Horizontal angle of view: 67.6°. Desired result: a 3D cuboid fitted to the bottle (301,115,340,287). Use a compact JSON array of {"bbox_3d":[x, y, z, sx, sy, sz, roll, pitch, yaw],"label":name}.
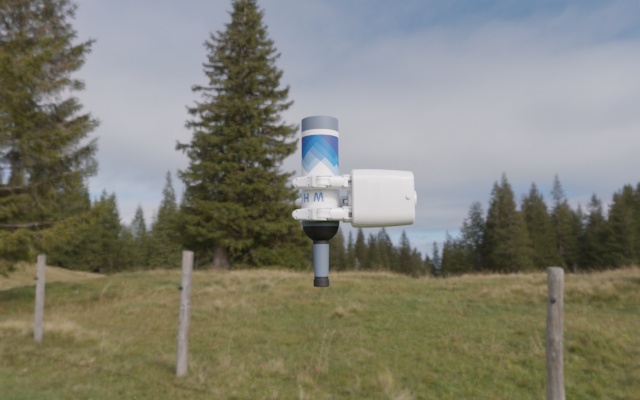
[{"bbox_3d":[0.000,0.002,0.842,0.069,0.295,0.069,-1,-5,0],"label":"bottle"}]
